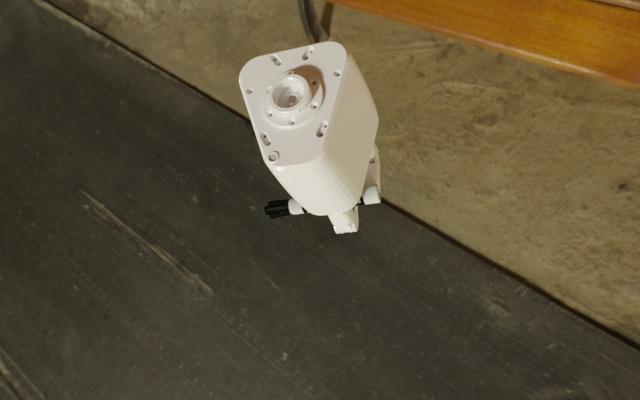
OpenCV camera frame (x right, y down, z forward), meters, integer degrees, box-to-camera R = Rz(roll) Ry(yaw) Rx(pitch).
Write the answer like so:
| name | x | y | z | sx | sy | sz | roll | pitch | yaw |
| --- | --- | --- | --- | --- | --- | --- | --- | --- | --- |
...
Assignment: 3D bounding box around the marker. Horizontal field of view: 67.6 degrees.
| name | x | y | z | sx | sy | sz | roll | pitch | yaw |
| --- | --- | --- | --- | --- | --- | --- | --- | --- | --- |
| marker | 0.000 | 0.002 | 0.486 | 0.121 | 0.020 | 0.020 | -9 | -2 | 14 |
